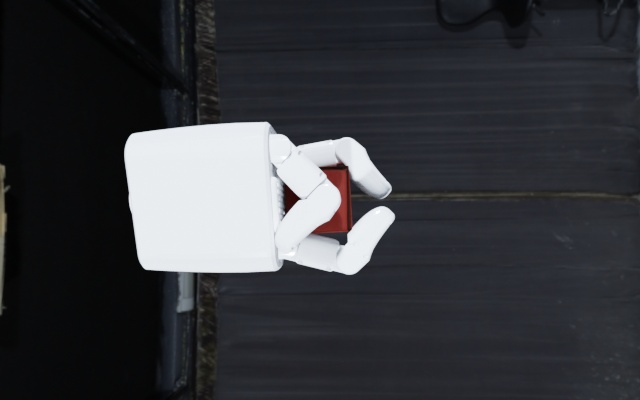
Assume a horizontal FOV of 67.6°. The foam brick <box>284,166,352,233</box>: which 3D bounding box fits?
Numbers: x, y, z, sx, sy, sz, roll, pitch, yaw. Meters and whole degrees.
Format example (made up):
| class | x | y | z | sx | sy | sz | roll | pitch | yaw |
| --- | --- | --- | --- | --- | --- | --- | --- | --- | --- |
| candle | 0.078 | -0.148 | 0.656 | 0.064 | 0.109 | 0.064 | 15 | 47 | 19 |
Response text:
| class | x | y | z | sx | sy | sz | roll | pitch | yaw |
| --- | --- | --- | --- | --- | --- | --- | --- | --- | --- |
| foam brick | 0.000 | 0.001 | 0.406 | 0.051 | 0.053 | 0.078 | -3 | -5 | 3 |
